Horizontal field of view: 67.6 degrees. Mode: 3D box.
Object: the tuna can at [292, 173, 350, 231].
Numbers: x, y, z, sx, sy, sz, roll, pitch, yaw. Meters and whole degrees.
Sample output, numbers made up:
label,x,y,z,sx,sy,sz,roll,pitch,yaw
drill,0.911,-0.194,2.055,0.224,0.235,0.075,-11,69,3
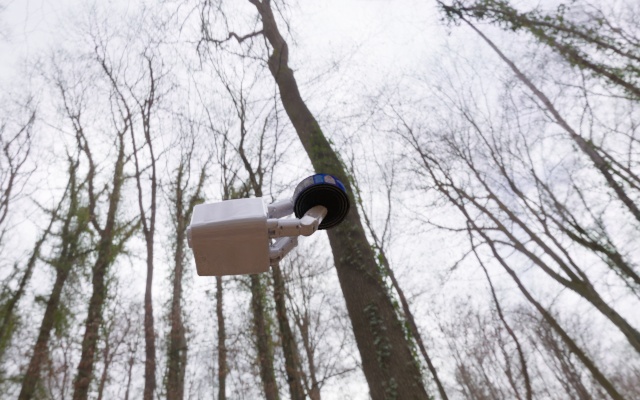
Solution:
label,x,y,z,sx,sy,sz,roll,pitch,yaw
tuna can,0.000,0.002,0.729,0.086,0.086,0.033,0,33,-9
